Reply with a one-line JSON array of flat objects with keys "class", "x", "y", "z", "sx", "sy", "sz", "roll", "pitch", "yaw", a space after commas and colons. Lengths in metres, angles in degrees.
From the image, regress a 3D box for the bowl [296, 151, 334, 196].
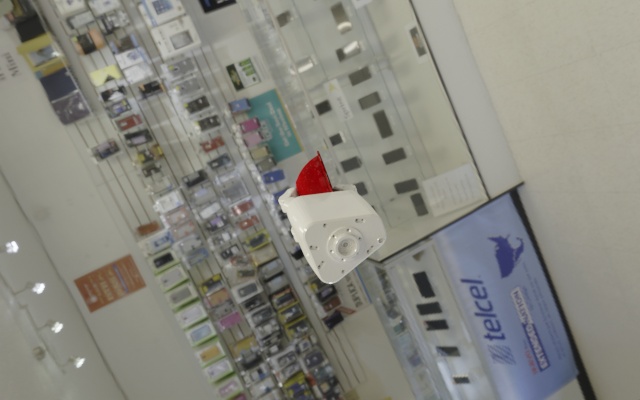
[{"class": "bowl", "x": 0.000, "y": 0.003, "z": 0.790, "sx": 0.055, "sy": 0.162, "sz": 0.162, "roll": -20, "pitch": -1, "yaw": 3}]
